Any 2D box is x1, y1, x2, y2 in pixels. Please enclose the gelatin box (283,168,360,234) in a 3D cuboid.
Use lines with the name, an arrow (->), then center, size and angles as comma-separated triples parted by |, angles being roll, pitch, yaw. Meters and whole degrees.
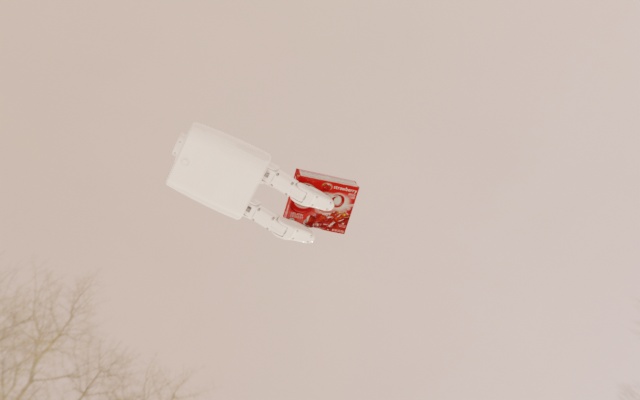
gelatin box -> 0.000, 0.002, 0.656 | 0.089, 0.073, 0.030 | 11, 21, -14
